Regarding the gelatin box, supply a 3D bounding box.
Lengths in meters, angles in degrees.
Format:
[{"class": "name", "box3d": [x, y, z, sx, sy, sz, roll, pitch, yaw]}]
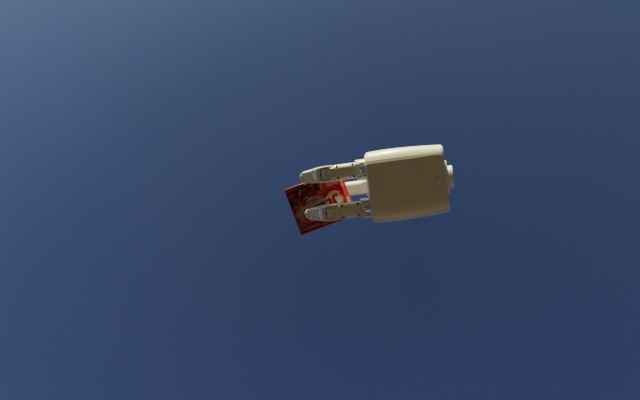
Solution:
[{"class": "gelatin box", "box3d": [0.000, 0.002, 0.714, 0.089, 0.073, 0.030, -21, 0, 19]}]
